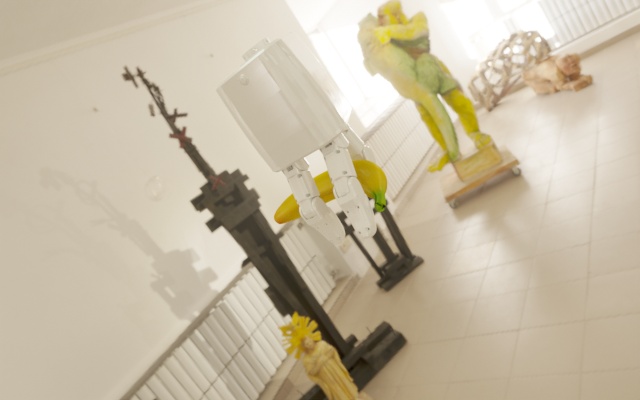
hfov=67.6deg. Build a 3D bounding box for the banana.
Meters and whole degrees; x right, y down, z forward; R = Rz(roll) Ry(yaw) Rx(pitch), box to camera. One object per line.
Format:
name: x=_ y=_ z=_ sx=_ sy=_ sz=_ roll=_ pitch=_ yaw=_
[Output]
banana: x=0.012 y=-0.011 z=0.549 sx=0.198 sy=0.037 sz=0.069 roll=-13 pitch=32 yaw=54
